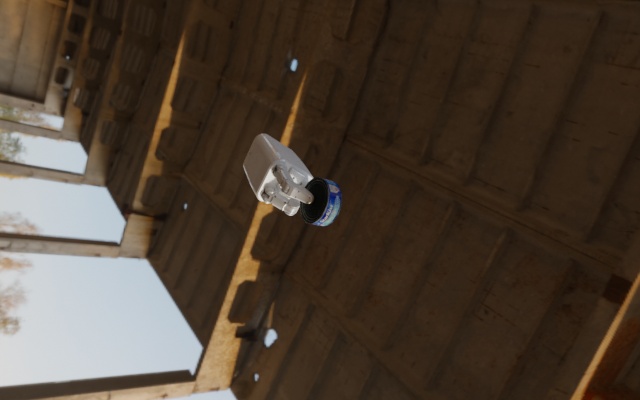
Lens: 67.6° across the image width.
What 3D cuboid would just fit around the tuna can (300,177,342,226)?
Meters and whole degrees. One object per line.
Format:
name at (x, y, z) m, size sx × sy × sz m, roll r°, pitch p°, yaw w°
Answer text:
tuna can at (0.001, 0.003, 0.861) m, size 0.034 × 0.086 × 0.086 m, roll 14°, pitch -8°, yaw -35°
